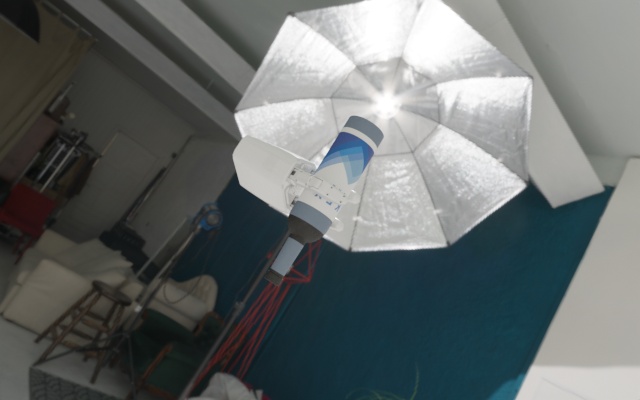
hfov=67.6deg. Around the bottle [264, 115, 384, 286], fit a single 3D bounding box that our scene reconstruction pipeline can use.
[{"bbox_3d":[0.000,0.002,0.762,0.069,0.295,0.069,31,-11,6],"label":"bottle"}]
